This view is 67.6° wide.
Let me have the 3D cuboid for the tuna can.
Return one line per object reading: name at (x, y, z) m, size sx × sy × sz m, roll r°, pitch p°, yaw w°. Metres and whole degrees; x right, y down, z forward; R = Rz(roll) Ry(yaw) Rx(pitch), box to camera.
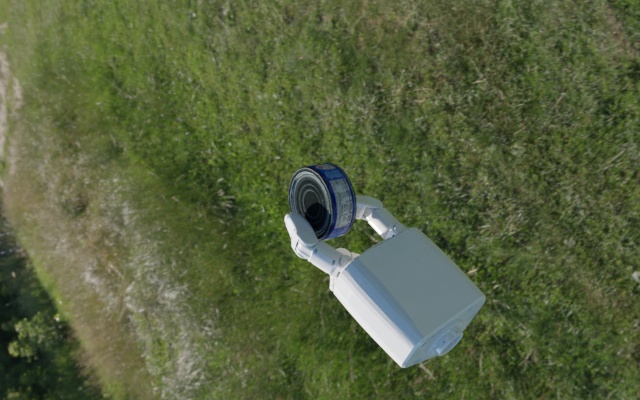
tuna can at (0.000, 0.002, 0.537) m, size 0.034 × 0.086 × 0.086 m, roll -12°, pitch 7°, yaw -36°
